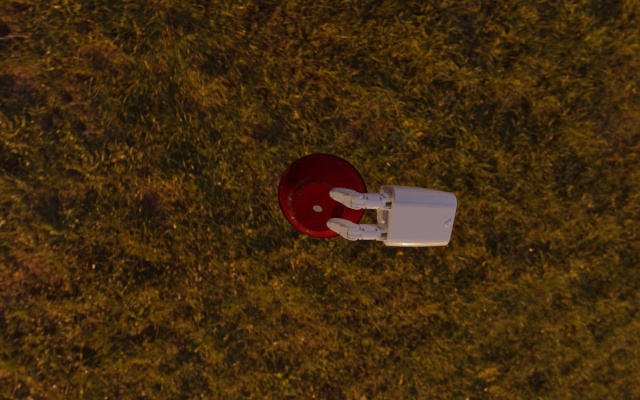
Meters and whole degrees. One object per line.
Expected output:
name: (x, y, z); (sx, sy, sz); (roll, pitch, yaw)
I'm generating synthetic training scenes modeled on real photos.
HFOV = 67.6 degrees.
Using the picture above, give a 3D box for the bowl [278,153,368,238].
bowl: (-0.001, 0.003, 0.824); (0.162, 0.162, 0.055); (0, 21, 8)
